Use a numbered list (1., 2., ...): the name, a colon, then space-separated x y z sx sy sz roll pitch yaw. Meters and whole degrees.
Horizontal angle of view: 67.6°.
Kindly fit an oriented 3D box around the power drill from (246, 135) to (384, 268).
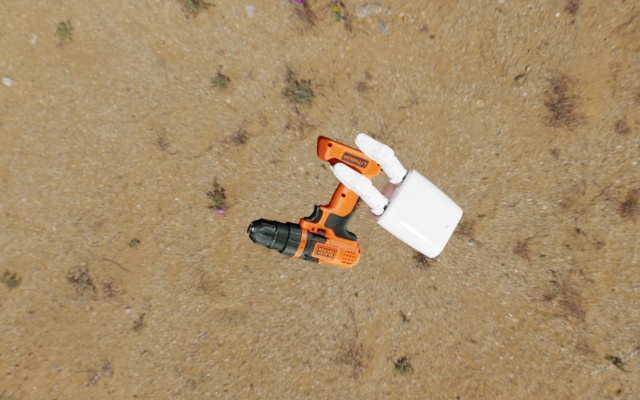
1. power drill: 0.001 0.002 0.717 0.184 0.188 0.057 16 12 -25
